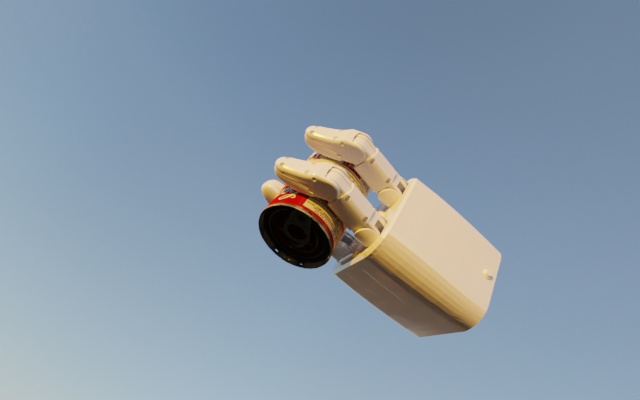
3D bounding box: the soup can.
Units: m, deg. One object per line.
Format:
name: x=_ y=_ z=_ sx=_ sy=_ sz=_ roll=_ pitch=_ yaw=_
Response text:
soup can: x=0.000 y=0.001 z=0.425 sx=0.068 sy=0.068 sz=0.102 roll=0 pitch=36 yaw=32
